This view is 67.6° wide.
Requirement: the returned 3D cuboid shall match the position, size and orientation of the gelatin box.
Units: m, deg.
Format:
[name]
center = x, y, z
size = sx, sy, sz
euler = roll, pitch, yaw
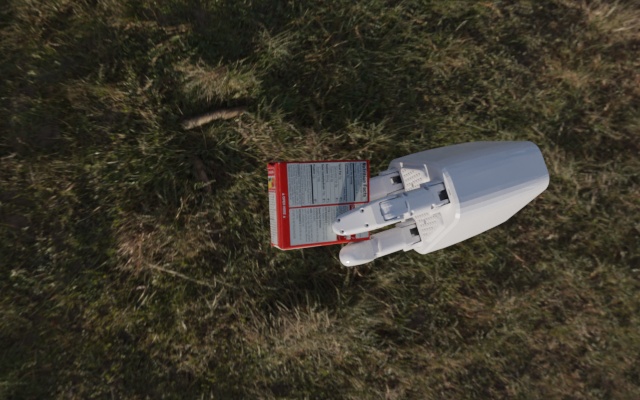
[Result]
[gelatin box]
center = 0.000, 0.001, 0.418
size = 0.089, 0.073, 0.030
euler = -4, 4, -26
